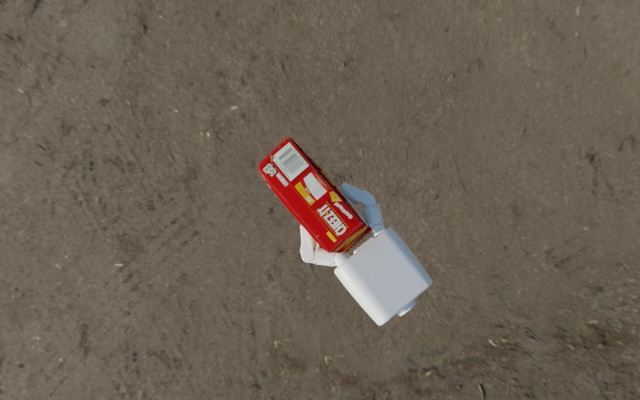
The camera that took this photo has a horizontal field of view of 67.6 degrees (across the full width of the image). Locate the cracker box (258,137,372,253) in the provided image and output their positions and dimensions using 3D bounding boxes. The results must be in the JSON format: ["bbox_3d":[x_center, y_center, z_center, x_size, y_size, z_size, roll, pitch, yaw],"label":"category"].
[{"bbox_3d":[0.000,0.002,0.753,0.072,0.164,0.214,-41,-11,3],"label":"cracker box"}]
